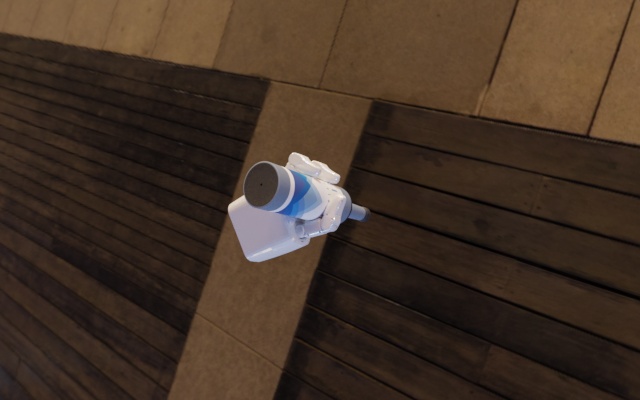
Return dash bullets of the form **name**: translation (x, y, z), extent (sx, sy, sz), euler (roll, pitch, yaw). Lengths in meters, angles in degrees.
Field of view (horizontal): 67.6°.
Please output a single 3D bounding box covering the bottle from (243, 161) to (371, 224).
- **bottle**: translation (0.000, 0.002, 0.775), extent (0.069, 0.069, 0.296), euler (0, -10, 34)
